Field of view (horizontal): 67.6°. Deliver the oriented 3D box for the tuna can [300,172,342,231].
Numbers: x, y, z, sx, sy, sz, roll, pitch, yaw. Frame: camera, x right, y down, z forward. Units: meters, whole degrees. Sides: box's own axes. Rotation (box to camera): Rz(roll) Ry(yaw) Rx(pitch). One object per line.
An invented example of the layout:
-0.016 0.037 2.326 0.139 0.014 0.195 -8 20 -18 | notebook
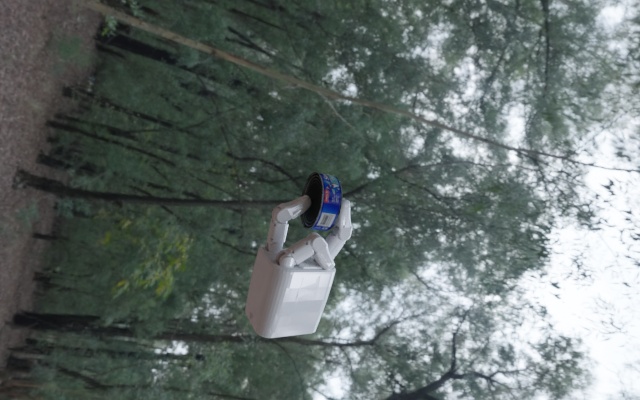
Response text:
0.001 0.002 0.716 0.034 0.086 0.086 9 -3 -22 | tuna can
